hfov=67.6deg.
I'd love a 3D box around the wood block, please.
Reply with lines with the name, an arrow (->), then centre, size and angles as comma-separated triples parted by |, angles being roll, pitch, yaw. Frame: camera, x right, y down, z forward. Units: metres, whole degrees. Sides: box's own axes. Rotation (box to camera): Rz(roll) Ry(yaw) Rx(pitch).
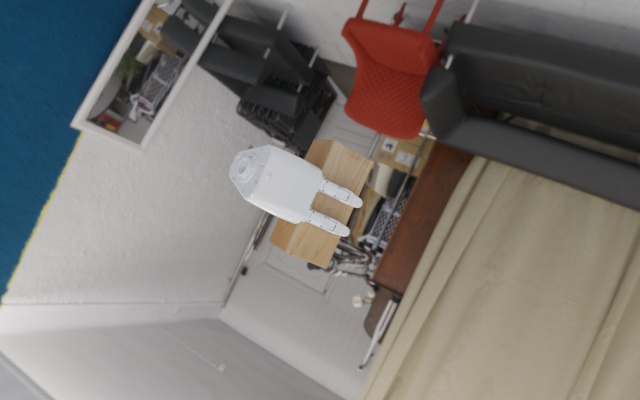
wood block -> 0.000, 0.003, 0.854 | 0.090, 0.206, 0.091 | 26, -3, -27
